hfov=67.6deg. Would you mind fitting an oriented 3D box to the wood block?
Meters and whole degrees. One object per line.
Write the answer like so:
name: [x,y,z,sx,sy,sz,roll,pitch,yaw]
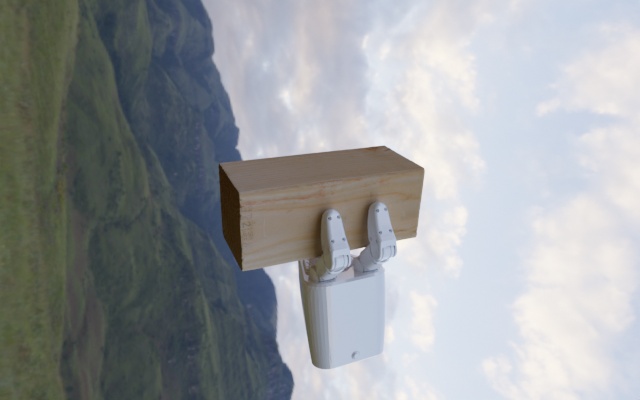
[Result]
wood block: [0.000,0.002,0.532,0.206,0.090,0.090,-8,25,-22]
